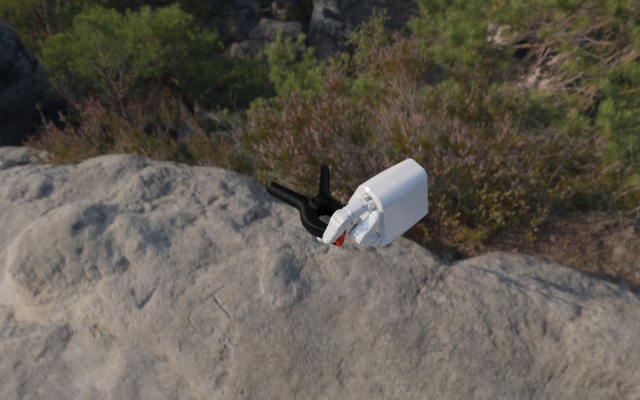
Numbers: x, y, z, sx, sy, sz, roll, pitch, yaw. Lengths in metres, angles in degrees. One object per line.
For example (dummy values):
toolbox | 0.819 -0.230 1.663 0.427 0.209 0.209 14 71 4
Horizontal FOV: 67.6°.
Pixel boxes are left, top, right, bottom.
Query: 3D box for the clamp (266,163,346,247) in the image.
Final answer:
clamp | 0.000 0.002 0.810 0.120 0.171 0.039 -32 -30 -21
